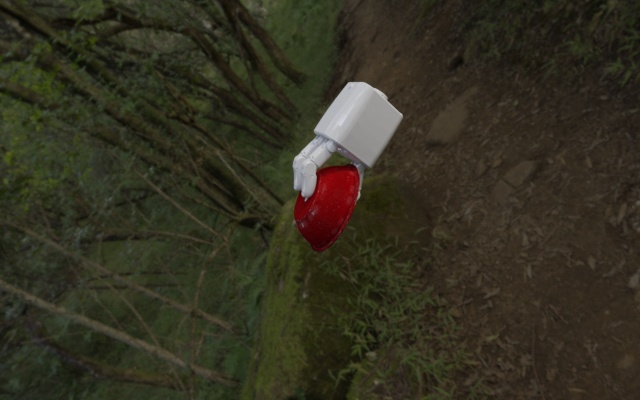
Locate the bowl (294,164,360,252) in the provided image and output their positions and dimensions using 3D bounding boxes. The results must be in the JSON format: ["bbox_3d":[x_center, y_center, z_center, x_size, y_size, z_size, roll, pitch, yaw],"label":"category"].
[{"bbox_3d":[-0.001,0.004,0.805,0.055,0.162,0.162,23,-8,-20],"label":"bowl"}]
